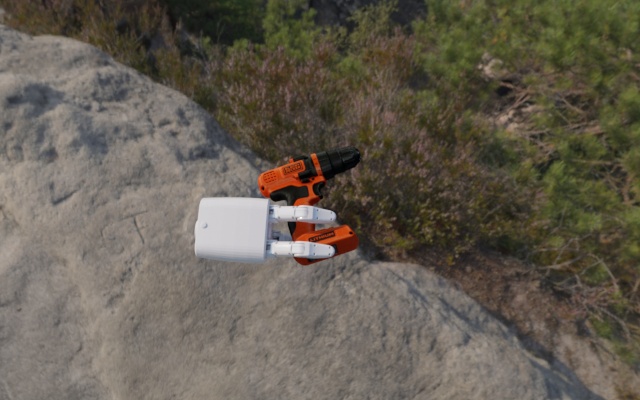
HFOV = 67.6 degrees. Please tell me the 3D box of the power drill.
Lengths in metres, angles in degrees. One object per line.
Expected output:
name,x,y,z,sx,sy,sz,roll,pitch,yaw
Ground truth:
power drill,0.000,0.003,0.793,0.184,0.187,0.057,-20,-34,1
